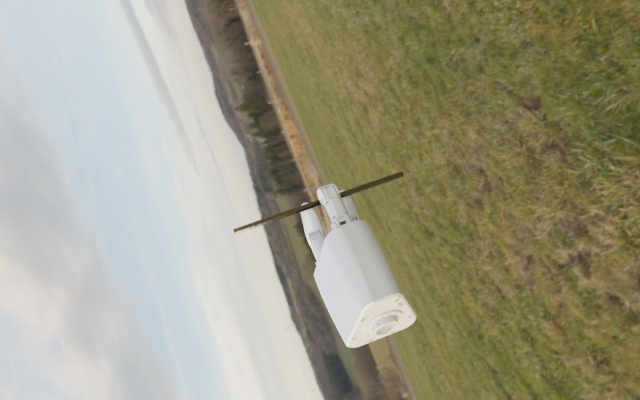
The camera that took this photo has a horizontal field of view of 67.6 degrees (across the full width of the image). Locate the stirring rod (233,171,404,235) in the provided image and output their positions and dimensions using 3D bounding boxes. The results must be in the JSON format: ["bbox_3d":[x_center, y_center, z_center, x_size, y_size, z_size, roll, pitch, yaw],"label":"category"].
[{"bbox_3d":[0.000,0.002,0.638,0.239,0.011,0.011,-19,3,-8],"label":"stirring rod"}]
